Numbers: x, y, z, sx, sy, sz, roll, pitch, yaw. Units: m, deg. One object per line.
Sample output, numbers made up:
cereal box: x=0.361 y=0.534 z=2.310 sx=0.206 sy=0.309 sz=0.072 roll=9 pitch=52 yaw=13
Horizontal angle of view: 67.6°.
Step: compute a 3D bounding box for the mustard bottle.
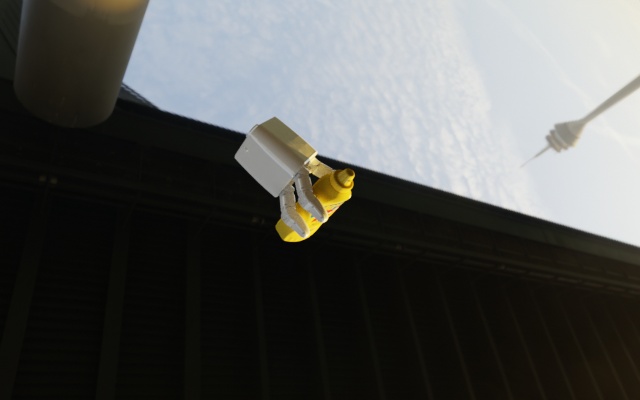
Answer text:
mustard bottle: x=0.000 y=0.003 z=0.861 sx=0.096 sy=0.058 sz=0.192 roll=-16 pitch=-21 yaw=-43
